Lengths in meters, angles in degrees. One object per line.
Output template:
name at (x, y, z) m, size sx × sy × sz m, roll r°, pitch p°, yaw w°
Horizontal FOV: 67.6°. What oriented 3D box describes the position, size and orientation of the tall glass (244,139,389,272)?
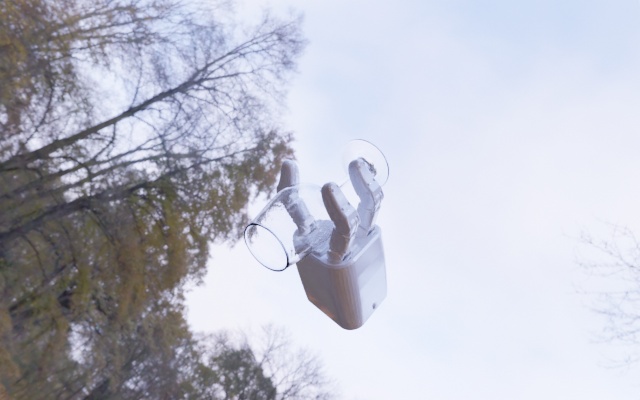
tall glass at (0.000, 0.001, 0.568) m, size 0.079 × 0.079 × 0.201 m, roll 0°, pitch 29°, yaw 43°
